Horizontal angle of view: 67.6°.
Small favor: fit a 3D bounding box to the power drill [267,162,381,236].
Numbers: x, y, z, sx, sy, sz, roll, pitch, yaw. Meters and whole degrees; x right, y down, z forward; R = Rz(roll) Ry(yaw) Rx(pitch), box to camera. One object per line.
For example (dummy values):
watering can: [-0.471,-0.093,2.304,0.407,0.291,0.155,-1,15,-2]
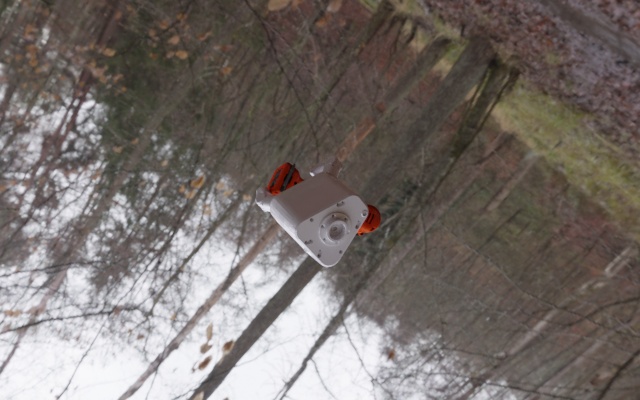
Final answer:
power drill: [0.000,0.003,0.844,0.188,0.057,0.184,25,-11,-12]
